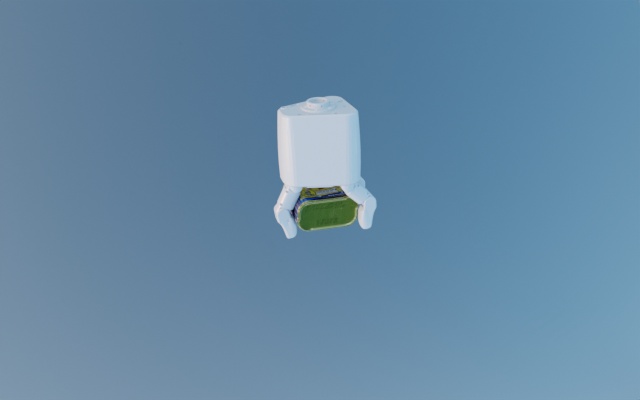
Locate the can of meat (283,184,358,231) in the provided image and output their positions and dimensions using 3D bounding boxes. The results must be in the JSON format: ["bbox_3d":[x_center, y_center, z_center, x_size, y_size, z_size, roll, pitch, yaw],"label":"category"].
[{"bbox_3d":[0.000,0.003,0.752,0.102,0.057,0.084,-7,29,-16],"label":"can of meat"}]
